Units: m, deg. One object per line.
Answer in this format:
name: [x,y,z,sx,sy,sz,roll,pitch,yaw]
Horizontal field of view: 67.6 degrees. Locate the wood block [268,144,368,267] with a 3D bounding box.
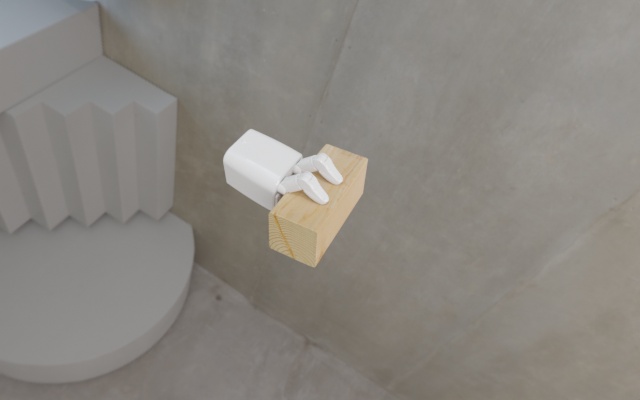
wood block: [0.000,0.003,0.839,0.090,0.091,0.206,22,47,16]
